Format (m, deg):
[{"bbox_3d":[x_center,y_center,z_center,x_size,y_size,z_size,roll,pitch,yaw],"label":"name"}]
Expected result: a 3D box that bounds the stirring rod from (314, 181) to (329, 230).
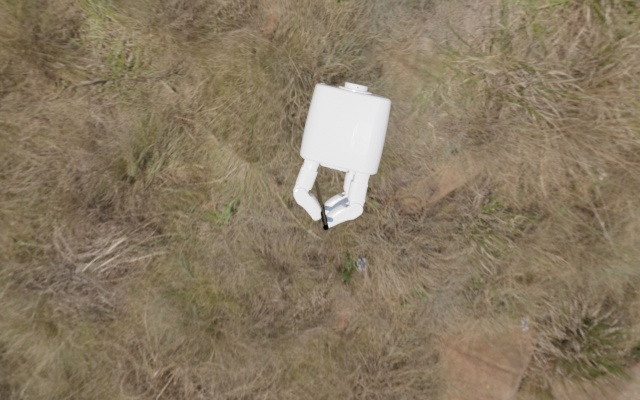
[{"bbox_3d":[0.000,0.002,0.766,0.011,0.011,0.239,0,17,-4],"label":"stirring rod"}]
